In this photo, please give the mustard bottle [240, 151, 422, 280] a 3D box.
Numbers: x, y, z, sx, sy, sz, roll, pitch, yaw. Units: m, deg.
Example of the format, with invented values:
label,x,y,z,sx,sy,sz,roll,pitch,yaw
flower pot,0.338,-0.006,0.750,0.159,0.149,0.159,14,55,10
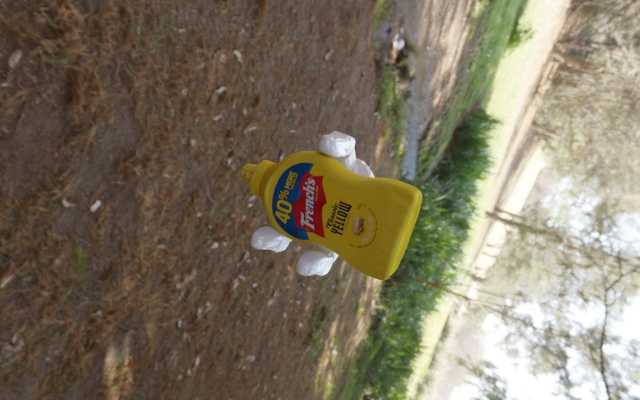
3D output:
label,x,y,z,sx,sy,sz,roll,pitch,yaw
mustard bottle,0.000,0.002,0.494,0.191,0.096,0.058,22,18,20
